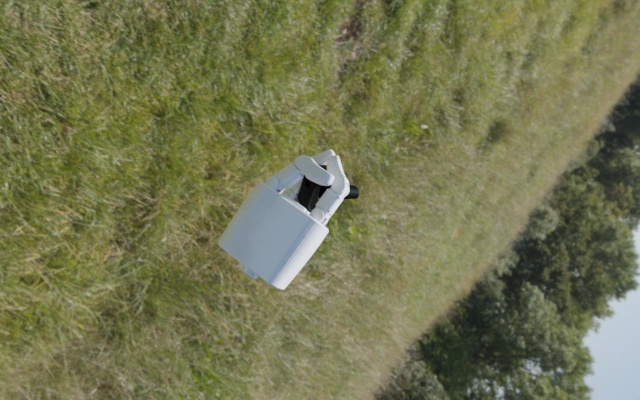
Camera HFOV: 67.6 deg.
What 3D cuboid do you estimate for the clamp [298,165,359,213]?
[{"bbox_3d":[0.001,0.003,0.737,0.039,0.120,0.171,34,-4,26],"label":"clamp"}]
